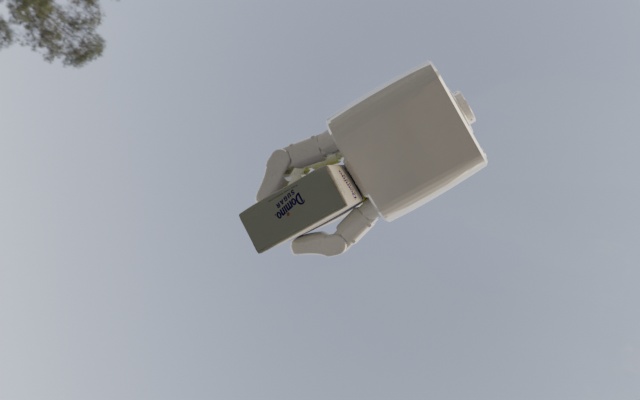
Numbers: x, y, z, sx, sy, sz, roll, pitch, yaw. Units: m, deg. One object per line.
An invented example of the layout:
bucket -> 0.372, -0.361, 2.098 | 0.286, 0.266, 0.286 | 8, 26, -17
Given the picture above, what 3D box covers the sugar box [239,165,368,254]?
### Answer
sugar box -> 0.000, 0.001, 0.477 | 0.093, 0.048, 0.176 | -29, -7, 16
